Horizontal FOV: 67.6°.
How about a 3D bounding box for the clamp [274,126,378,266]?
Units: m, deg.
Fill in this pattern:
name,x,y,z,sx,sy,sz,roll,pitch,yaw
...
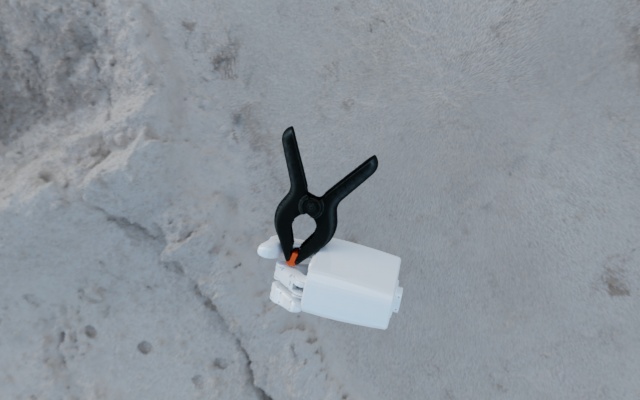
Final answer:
name,x,y,z,sx,sy,sz,roll,pitch,yaw
clamp,0.000,0.002,0.592,0.120,0.171,0.039,12,15,6
